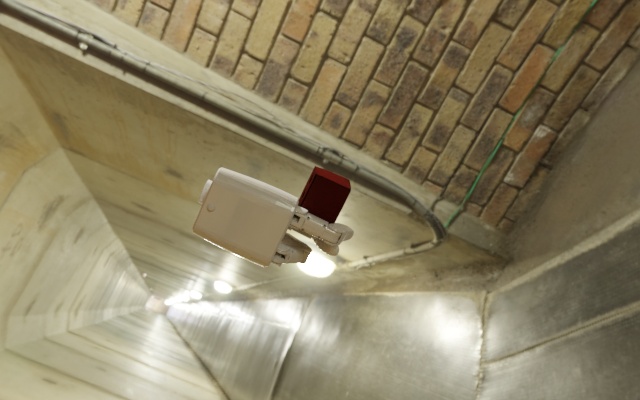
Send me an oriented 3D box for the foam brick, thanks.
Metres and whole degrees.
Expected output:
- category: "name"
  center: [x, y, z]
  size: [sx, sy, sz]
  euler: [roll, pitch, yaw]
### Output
- category: "foam brick"
  center: [0.000, 0.002, 0.626]
  size: [0.051, 0.078, 0.053]
  euler: [25, 13, -7]
